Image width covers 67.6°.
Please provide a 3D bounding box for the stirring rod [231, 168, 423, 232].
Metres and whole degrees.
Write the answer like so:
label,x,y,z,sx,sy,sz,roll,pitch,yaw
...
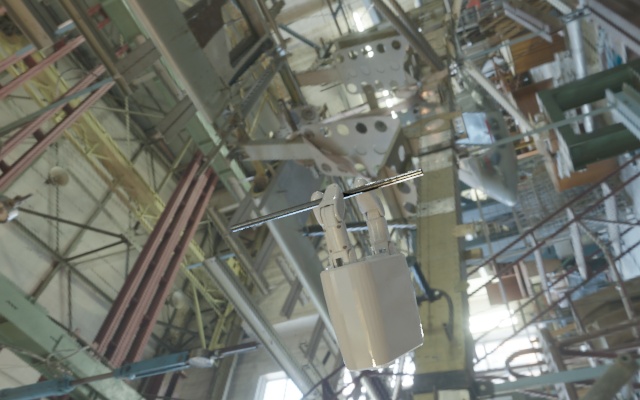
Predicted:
label,x,y,z,sx,sy,sz,roll,pitch,yaw
stirring rod,0.000,0.002,0.550,0.239,0.011,0.011,-17,-6,19
